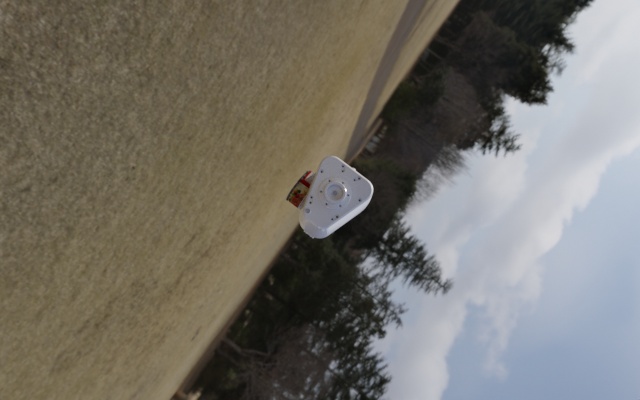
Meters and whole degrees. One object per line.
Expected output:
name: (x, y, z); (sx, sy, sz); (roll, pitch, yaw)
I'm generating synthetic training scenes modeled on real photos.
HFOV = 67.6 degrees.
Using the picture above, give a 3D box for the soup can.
soup can: (0.000, 0.003, 0.841); (0.102, 0.068, 0.068); (37, 3, 4)
